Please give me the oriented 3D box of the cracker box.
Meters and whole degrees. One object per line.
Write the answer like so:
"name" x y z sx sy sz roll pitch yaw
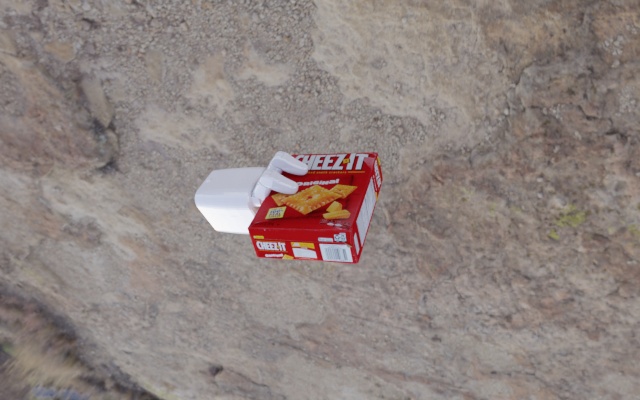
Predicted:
"cracker box" 0.000 0.003 0.775 0.164 0.072 0.213 1 37 19
